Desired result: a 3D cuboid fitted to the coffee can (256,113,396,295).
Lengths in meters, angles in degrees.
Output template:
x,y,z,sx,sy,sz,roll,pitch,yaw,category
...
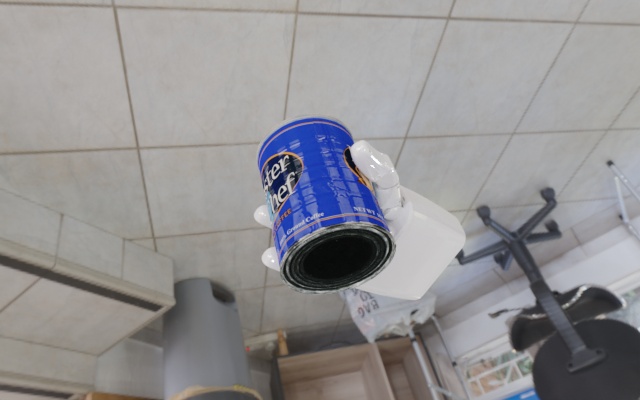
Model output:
x,y,z,sx,sy,sz,roll,pitch,yaw,category
0.000,0.001,0.451,0.103,0.140,0.103,-10,-40,-8,coffee can
